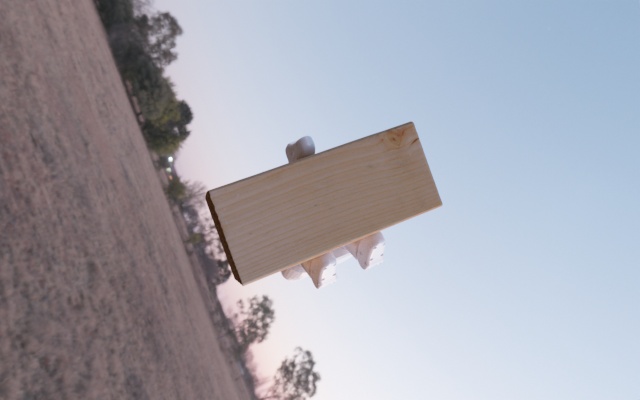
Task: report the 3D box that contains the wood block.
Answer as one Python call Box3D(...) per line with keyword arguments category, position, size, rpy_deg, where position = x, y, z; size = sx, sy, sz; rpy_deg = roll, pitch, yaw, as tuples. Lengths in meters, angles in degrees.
Box3D(category="wood block", position=(0.000, 0.001, 0.476), size=(0.206, 0.091, 0.090), rpy_deg=(-21, 1, -16))
